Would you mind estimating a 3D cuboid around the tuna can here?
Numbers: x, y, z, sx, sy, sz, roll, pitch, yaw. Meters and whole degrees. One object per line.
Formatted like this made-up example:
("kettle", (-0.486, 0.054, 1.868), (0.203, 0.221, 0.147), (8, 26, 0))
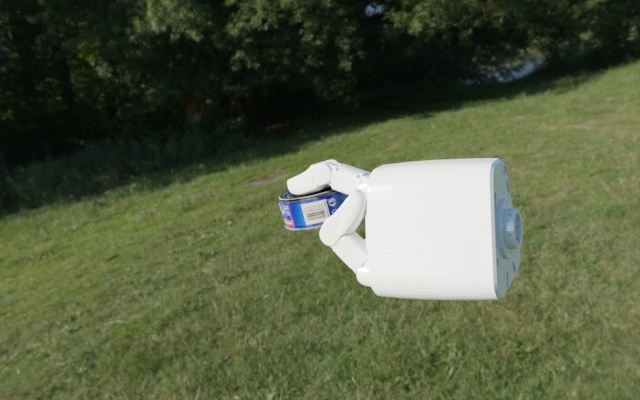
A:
("tuna can", (0.000, 0.001, 0.502), (0.086, 0.034, 0.086), (-14, 12, 3))
